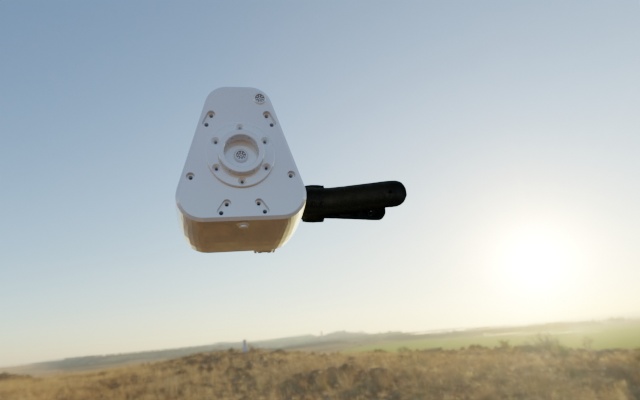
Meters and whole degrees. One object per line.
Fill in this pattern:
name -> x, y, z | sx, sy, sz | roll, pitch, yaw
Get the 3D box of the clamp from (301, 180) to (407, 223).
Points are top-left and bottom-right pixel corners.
clamp -> 0.000, 0.001, 0.477 | 0.171, 0.039, 0.120 | -2, -15, -12
